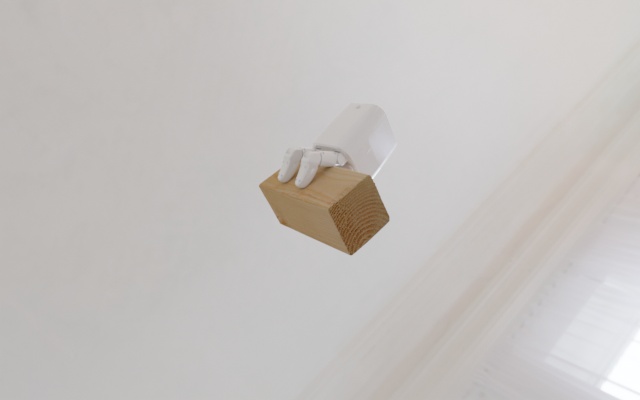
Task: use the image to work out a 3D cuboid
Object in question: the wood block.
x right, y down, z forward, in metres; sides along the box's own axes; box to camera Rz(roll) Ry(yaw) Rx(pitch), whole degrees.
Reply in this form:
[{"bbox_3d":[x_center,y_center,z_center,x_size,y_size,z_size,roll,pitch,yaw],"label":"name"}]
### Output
[{"bbox_3d":[0.000,0.003,0.772,0.090,0.091,0.206,-40,30,-21],"label":"wood block"}]
